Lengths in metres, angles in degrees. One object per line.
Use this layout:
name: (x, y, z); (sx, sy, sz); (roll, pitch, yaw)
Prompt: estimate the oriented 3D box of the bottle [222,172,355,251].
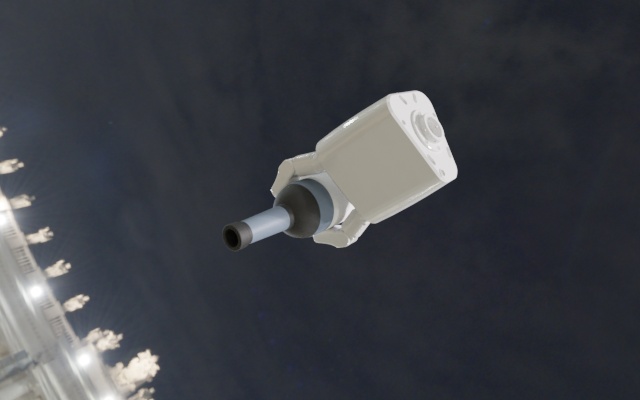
bottle: (0.000, 0.002, 0.582); (0.069, 0.069, 0.295); (0, 14, 38)
